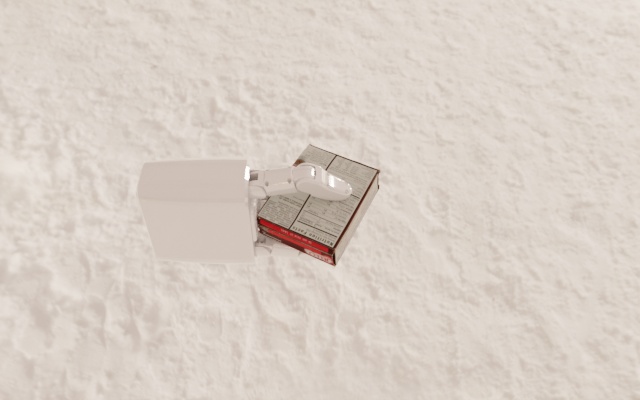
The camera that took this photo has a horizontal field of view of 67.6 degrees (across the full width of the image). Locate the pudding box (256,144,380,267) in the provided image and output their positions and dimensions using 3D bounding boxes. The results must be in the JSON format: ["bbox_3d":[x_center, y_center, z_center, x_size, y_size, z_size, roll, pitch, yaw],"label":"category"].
[{"bbox_3d":[0.000,0.002,0.499,0.090,0.113,0.039,23,-30,17],"label":"pudding box"}]
